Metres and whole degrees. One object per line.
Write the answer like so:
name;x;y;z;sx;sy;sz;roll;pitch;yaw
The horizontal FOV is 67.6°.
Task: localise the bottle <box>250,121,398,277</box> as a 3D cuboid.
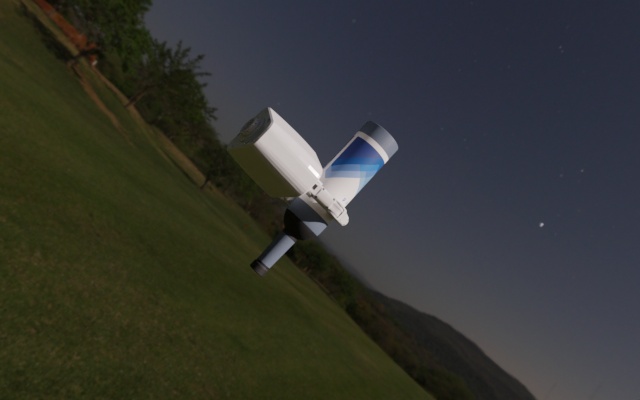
bottle;0.000;0.002;0.753;0.069;0.295;0.069;42;-6;5
